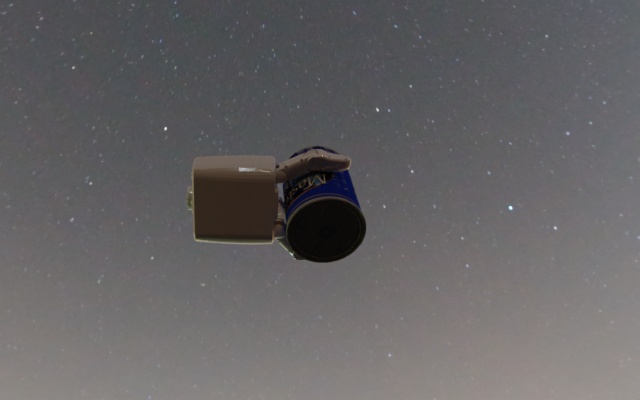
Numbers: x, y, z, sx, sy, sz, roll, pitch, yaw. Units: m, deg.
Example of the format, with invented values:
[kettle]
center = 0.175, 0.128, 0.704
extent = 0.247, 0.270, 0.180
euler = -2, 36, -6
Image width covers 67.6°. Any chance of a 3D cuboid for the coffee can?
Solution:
[coffee can]
center = 0.000, 0.002, 0.662
extent = 0.103, 0.103, 0.140
euler = 0, 34, -8
